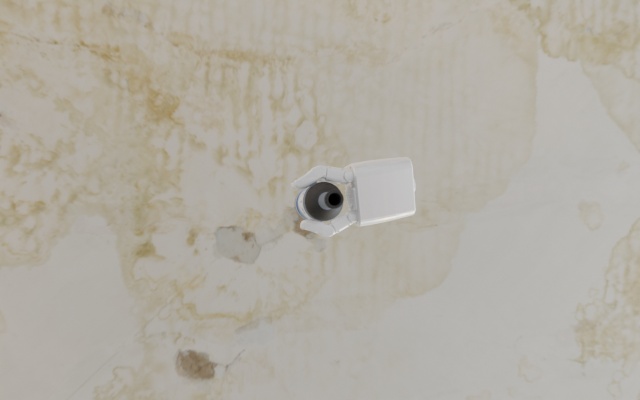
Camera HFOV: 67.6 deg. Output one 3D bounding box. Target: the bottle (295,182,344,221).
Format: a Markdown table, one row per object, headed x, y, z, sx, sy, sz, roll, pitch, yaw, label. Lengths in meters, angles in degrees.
| x | y | z | sx | sy | sz | roll | pitch | yaw | label |
| --- | --- | --- | --- | --- | --- | --- | --- | --- | --- |
| 0.000 | 0.003 | 0.832 | 0.069 | 0.069 | 0.296 | 0 | -2 | -8 | bottle |
